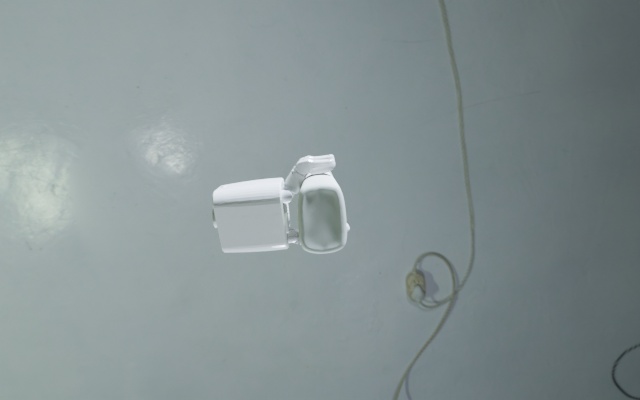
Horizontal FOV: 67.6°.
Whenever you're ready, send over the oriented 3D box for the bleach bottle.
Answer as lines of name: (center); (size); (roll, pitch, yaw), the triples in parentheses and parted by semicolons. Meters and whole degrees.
bleach bottle: (0.000, 0.002, 0.775); (0.068, 0.102, 0.250); (-3, 10, 0)
